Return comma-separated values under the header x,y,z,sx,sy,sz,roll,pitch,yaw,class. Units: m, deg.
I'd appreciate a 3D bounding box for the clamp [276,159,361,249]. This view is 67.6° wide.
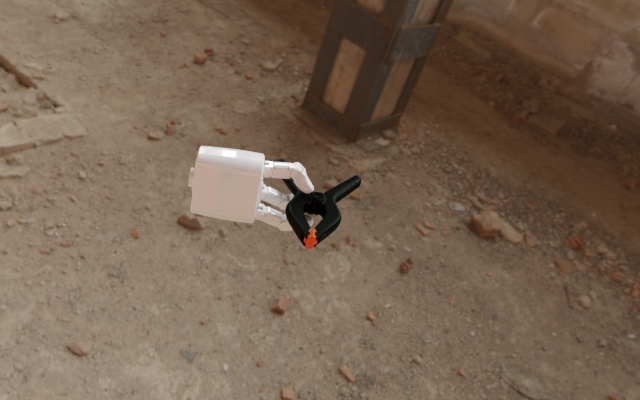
x,y,z,sx,sy,sz,roll,pitch,yaw,class
0.000,0.002,0.829,0.164,0.036,0.209,6,39,-9,clamp
